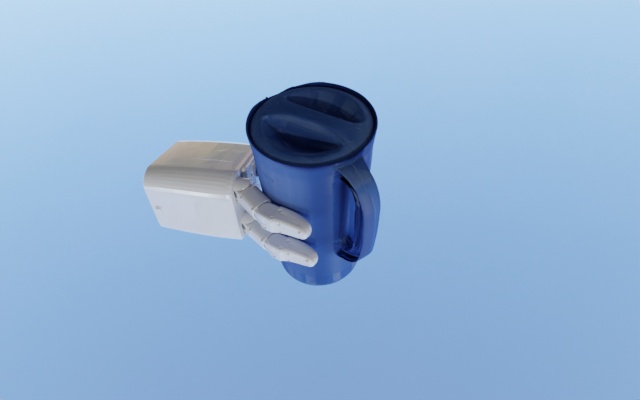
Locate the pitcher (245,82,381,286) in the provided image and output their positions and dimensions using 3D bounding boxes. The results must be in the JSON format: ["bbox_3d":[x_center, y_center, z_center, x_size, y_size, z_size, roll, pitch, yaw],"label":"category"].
[{"bbox_3d":[0.000,0.002,0.558,0.145,0.149,0.243,7,-41,9],"label":"pitcher"}]
